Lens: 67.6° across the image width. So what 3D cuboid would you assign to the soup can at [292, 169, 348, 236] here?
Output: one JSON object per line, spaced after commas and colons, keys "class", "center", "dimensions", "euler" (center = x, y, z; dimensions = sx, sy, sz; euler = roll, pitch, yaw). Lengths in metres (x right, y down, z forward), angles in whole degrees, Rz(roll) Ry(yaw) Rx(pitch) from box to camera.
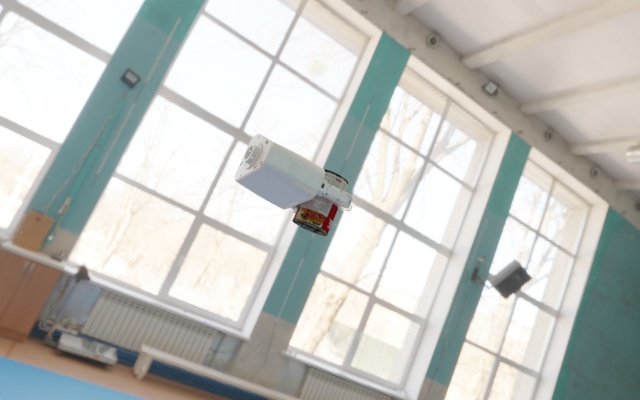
{"class": "soup can", "center": [0.001, 0.003, 0.840], "dimensions": [0.068, 0.102, 0.068], "euler": [22, -12, 5]}
